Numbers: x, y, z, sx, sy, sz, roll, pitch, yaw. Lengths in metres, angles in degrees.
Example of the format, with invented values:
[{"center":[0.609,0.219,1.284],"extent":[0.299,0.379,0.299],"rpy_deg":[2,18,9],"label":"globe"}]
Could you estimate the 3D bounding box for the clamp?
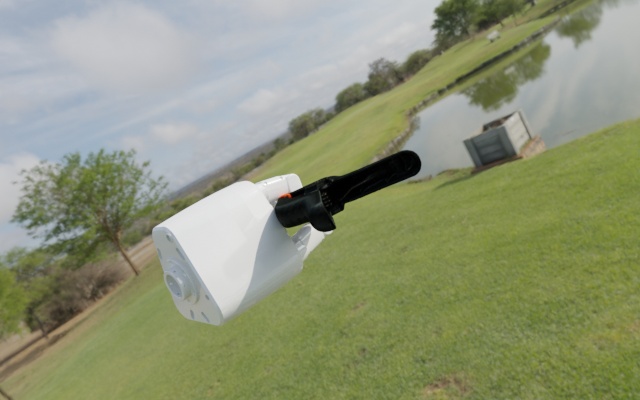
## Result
[{"center":[0.000,0.001,0.447],"extent":[0.120,0.039,0.171],"rpy_deg":[-26,4,-39],"label":"clamp"}]
